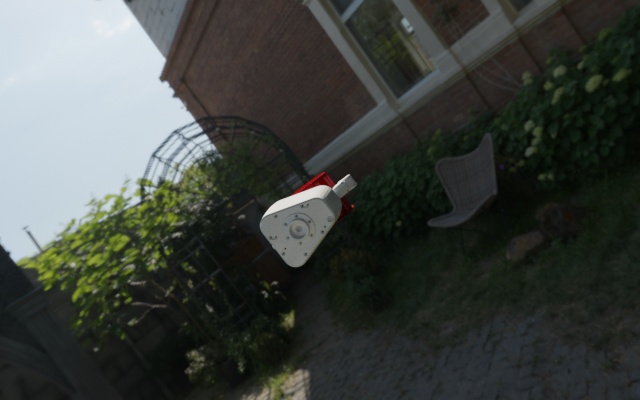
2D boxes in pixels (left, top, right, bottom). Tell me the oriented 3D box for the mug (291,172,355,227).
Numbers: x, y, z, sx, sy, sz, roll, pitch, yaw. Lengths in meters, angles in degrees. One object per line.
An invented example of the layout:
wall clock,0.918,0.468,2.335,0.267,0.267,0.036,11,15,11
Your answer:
mug,0.000,0.002,0.853,0.093,0.081,0.117,-36,5,9
